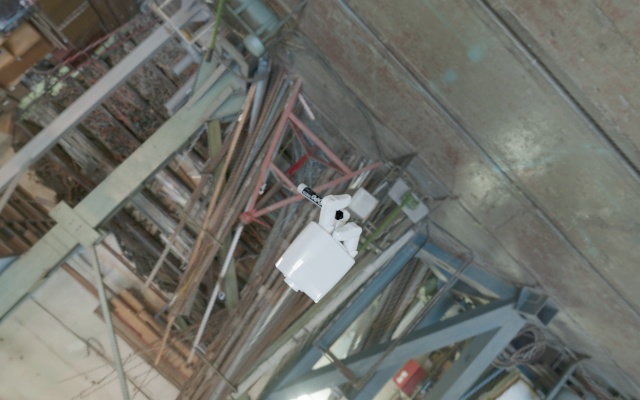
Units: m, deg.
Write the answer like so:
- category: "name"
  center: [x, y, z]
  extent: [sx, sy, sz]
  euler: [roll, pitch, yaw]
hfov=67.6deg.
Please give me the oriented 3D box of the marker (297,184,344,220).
- category: "marker"
  center: [0.000, 0.003, 0.884]
  extent: [0.020, 0.020, 0.121]
  euler: [0, 27, -45]
